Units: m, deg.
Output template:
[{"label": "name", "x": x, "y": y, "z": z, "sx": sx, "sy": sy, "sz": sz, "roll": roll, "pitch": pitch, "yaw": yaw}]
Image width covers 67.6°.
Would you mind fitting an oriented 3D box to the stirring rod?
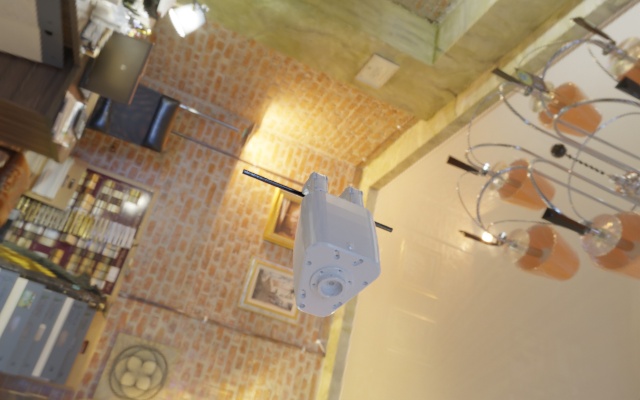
[{"label": "stirring rod", "x": 0.000, "y": 0.002, "z": 0.694, "sx": 0.239, "sy": 0.011, "sz": 0.011, "roll": 22, "pitch": -6, "yaw": -15}]
